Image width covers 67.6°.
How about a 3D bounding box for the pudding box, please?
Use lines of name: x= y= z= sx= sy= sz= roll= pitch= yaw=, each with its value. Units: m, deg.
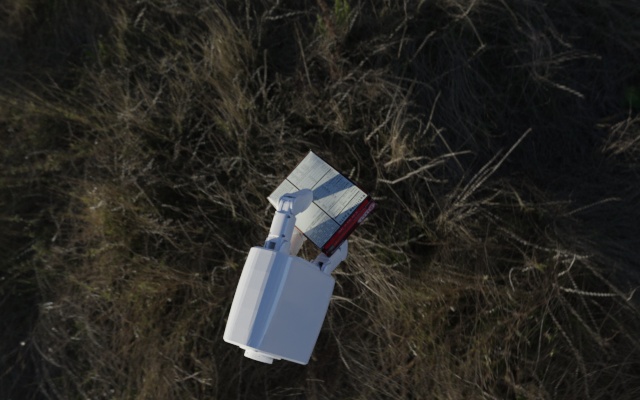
pudding box: x=0.000 y=0.002 z=0.599 sx=0.113 sy=0.090 sz=0.039 roll=41 pitch=-3 yaw=30
